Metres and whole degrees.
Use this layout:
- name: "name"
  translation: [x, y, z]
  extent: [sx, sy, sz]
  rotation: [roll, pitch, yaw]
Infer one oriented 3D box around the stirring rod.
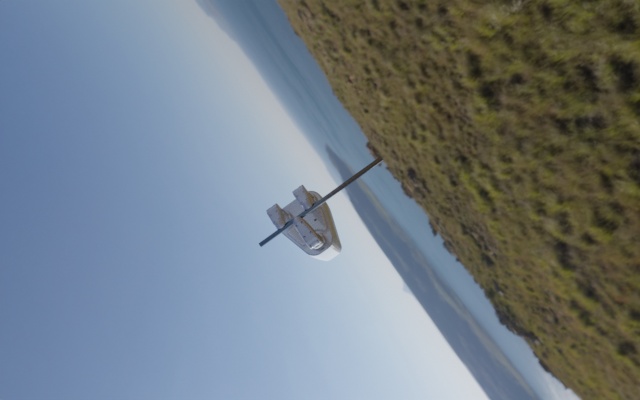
- name: "stirring rod"
  translation: [0.000, 0.003, 0.766]
  extent: [0.239, 0.011, 0.011]
  rotation: [-36, -2, 3]
